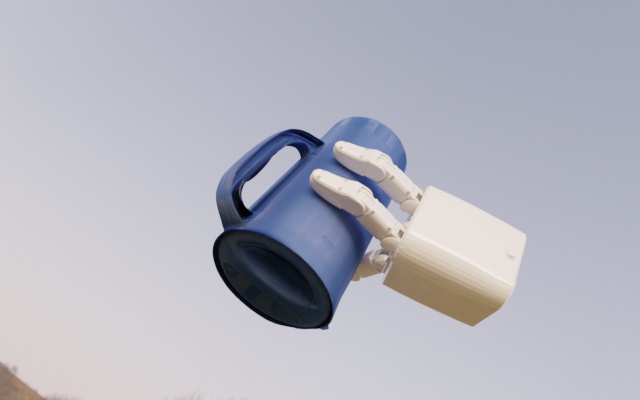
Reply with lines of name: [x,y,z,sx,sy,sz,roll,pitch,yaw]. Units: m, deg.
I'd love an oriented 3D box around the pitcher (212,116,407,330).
pitcher: [0.000,0.002,0.517,0.145,0.149,0.242,26,48,13]
